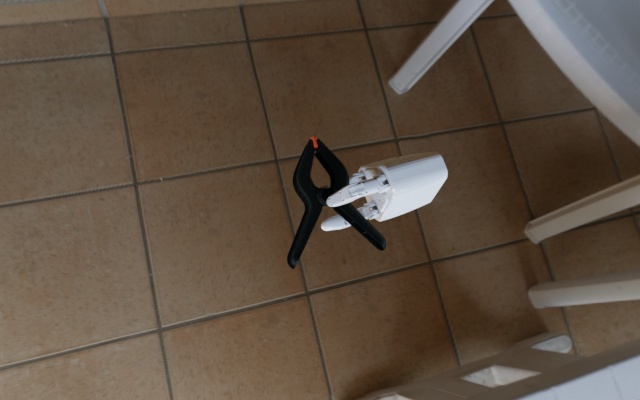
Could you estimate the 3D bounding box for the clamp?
[{"bbox_3d":[0.000,0.002,0.760,0.164,0.210,0.036,-16,-9,-21],"label":"clamp"}]
